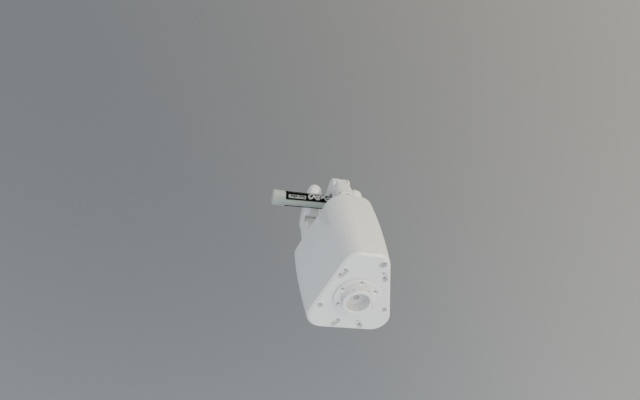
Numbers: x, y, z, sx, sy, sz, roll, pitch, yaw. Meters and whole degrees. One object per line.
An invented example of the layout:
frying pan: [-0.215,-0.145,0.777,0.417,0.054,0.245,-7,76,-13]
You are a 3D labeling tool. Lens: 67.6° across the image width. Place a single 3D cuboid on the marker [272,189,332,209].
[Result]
marker: [0.000,0.002,0.596,0.121,0.020,0.020,6,-1,-13]
